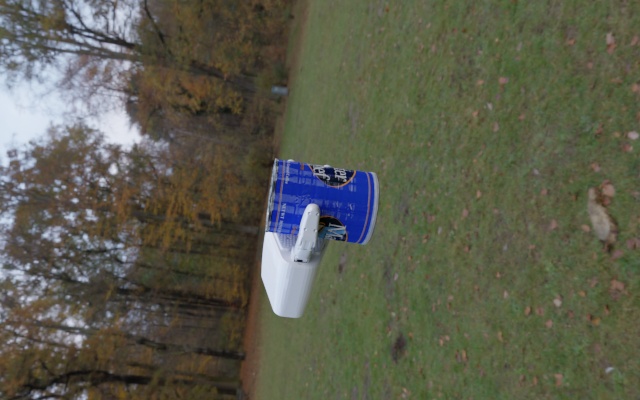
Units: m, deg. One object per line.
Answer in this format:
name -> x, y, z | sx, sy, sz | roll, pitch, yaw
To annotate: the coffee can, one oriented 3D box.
coffee can -> 0.000, 0.002, 0.662 | 0.140, 0.103, 0.103 | 8, -1, -8
